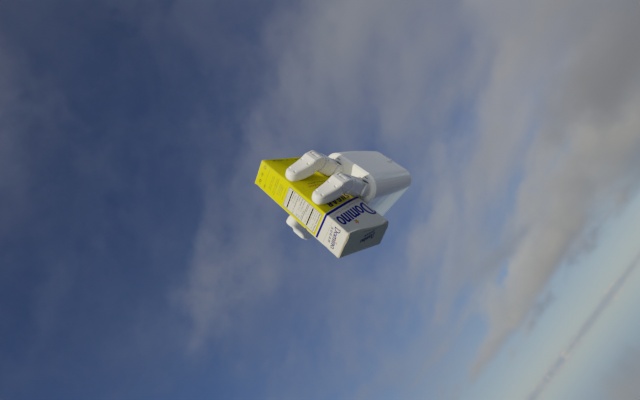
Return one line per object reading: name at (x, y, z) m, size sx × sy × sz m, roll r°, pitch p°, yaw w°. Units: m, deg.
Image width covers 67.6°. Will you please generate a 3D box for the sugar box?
sugar box at (0.000, 0.002, 0.656) m, size 0.176 × 0.048 × 0.093 m, roll 37°, pitch 30°, yaw 31°
